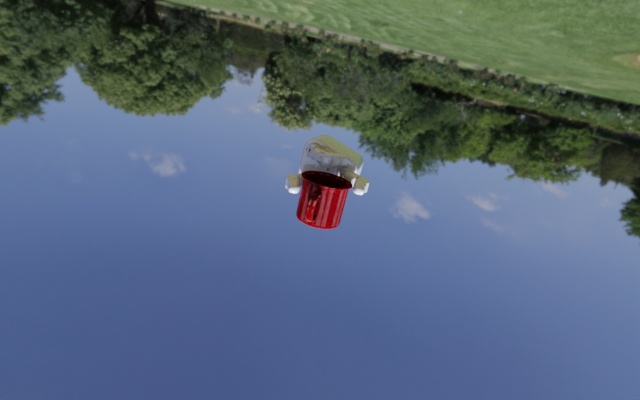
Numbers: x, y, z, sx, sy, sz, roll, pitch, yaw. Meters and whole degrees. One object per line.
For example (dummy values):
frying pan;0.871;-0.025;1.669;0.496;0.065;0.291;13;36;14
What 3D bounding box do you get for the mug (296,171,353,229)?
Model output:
mug;0.000;0.003;0.844;0.093;0.081;0.117;17;18;10
